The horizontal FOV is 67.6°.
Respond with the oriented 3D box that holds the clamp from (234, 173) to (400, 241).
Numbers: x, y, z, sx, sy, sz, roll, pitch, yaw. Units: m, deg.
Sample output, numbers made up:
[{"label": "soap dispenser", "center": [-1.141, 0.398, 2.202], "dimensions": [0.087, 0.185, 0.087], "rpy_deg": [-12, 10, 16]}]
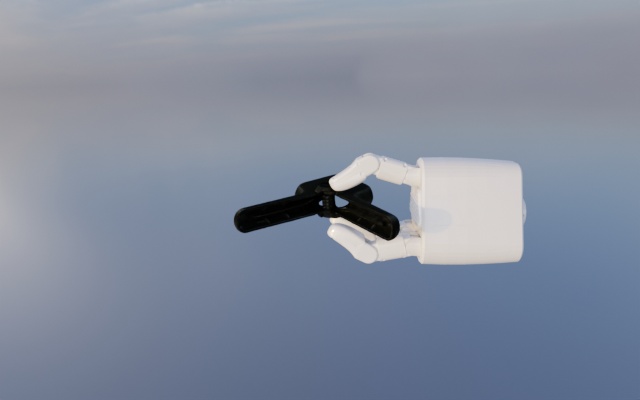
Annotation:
[{"label": "clamp", "center": [0.000, 0.001, 0.549], "dimensions": [0.164, 0.036, 0.210], "rpy_deg": [2, 15, 4]}]
